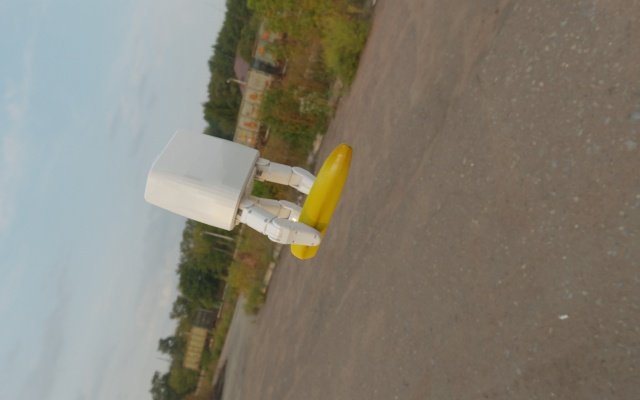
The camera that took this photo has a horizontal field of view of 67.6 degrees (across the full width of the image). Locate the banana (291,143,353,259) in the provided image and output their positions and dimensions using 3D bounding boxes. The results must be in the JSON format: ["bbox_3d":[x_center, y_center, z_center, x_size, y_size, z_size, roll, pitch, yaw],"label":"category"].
[{"bbox_3d":[-0.005,0.017,0.581,0.037,0.069,0.198,20,-42,-1],"label":"banana"}]
